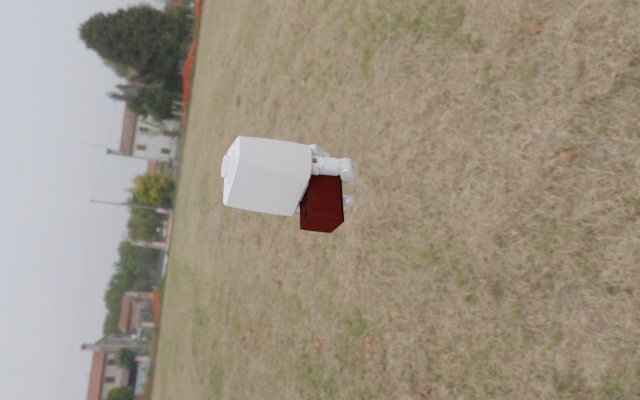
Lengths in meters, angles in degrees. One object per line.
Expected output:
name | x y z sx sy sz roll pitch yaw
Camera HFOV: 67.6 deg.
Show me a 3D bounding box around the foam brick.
foam brick | 0.000 0.003 0.703 0.051 0.078 0.053 8 -28 -20
